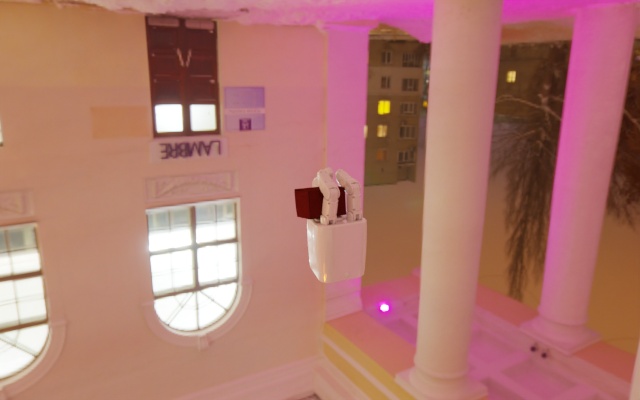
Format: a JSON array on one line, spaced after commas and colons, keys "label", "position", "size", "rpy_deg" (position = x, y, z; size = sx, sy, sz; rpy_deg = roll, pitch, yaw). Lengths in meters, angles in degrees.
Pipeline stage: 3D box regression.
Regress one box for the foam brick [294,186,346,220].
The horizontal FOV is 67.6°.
[{"label": "foam brick", "position": [0.000, 0.003, 0.854], "size": [0.078, 0.051, 0.053], "rpy_deg": [-7, 8, -29]}]
